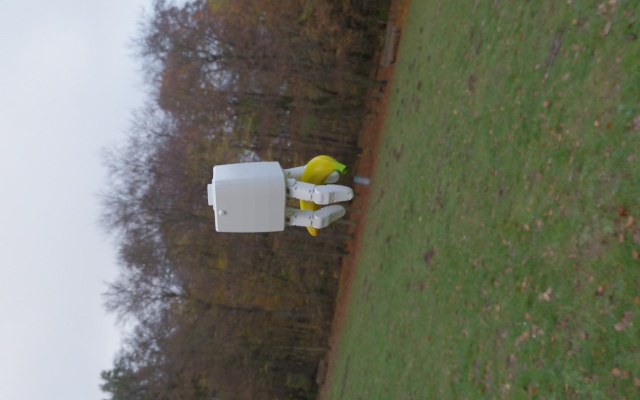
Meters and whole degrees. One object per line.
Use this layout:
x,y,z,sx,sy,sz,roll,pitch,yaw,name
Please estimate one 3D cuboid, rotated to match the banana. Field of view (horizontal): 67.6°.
-0.007,-0.014,0.782,0.037,0.069,0.198,-17,-27,-24,banana
